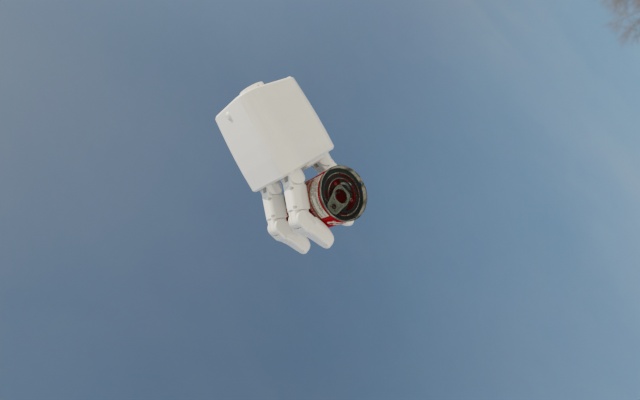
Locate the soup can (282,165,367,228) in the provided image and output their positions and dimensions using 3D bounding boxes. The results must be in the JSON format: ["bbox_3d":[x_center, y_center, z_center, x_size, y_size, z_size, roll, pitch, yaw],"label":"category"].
[{"bbox_3d":[0.000,0.002,0.596,0.068,0.068,0.102,0,-12,-35],"label":"soup can"}]
